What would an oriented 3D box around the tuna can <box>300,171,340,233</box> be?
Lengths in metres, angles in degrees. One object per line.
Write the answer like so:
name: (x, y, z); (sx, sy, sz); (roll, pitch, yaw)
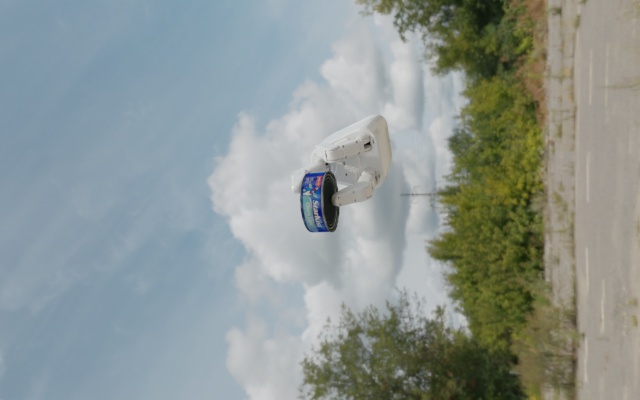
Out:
tuna can: (0.000, 0.002, 0.665); (0.034, 0.086, 0.086); (-3, -1, 16)
